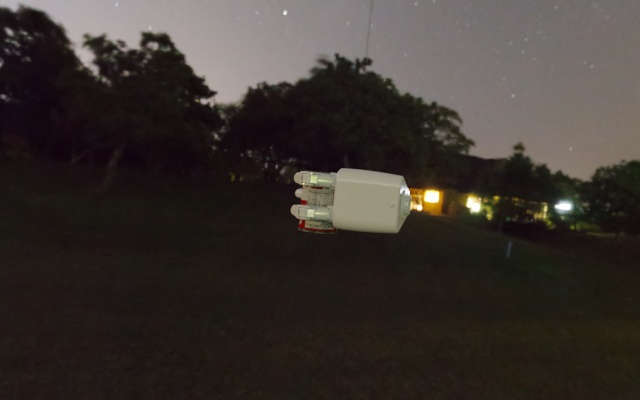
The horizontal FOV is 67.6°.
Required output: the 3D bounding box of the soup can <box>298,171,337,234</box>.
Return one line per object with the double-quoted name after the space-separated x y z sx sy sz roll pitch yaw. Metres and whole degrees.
0.000 0.002 0.823 0.068 0.102 0.068 6 2 0 "soup can"
